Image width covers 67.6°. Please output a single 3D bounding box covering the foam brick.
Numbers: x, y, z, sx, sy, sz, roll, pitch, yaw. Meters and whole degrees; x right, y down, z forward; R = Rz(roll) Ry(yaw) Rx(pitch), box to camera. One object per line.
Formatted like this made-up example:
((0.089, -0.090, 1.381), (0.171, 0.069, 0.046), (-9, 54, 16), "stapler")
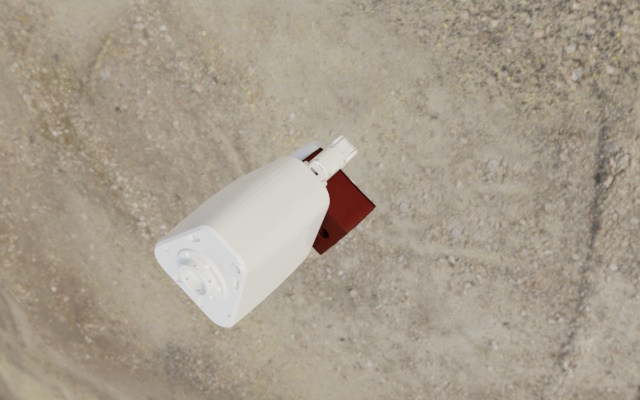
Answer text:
((0.000, 0.002, 0.449), (0.051, 0.078, 0.053), (-43, -1, -42), "foam brick")
